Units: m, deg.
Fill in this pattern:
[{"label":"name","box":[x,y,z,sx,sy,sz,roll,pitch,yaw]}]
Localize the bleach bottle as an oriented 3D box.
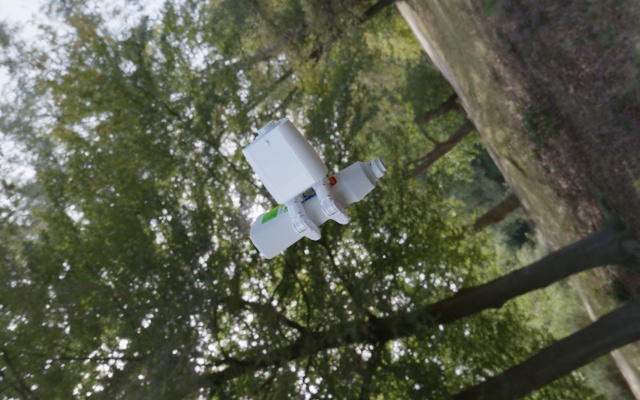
[{"label":"bleach bottle","box":[0.000,0.003,0.811,0.251,0.068,0.102,-32,14,16]}]
